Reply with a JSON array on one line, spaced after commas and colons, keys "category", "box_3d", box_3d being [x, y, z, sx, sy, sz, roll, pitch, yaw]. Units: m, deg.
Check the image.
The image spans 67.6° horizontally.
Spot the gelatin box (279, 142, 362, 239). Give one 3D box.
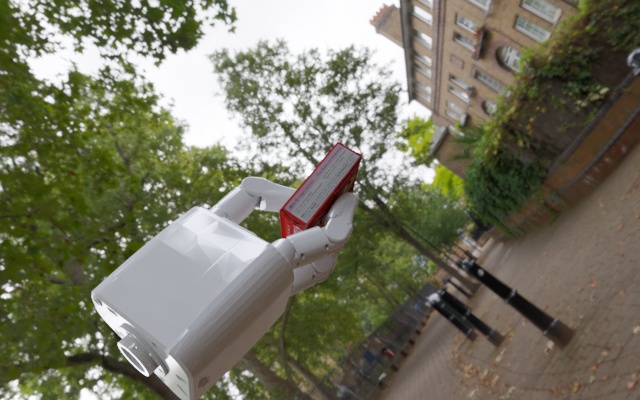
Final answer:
[{"category": "gelatin box", "box_3d": [0.000, 0.001, 0.436, 0.030, 0.089, 0.073, 32, -24, 12]}]
